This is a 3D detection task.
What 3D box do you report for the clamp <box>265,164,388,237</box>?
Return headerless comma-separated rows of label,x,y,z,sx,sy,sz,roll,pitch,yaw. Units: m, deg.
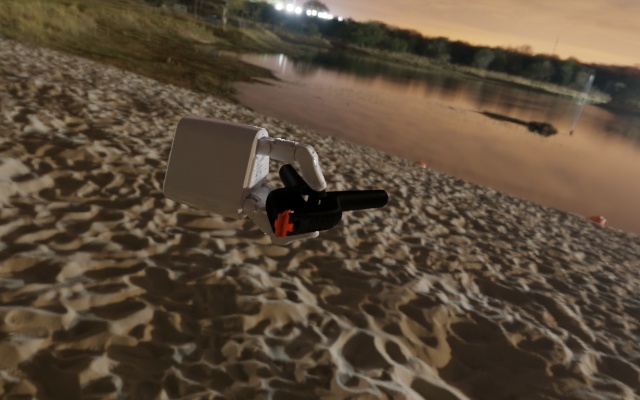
clamp,0.000,0.001,0.608,0.164,0.036,0.210,13,19,8
